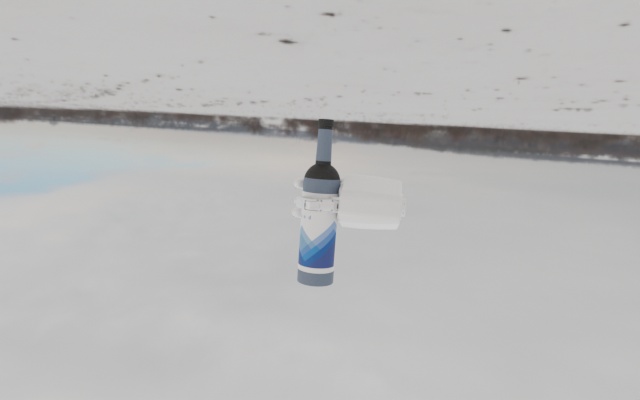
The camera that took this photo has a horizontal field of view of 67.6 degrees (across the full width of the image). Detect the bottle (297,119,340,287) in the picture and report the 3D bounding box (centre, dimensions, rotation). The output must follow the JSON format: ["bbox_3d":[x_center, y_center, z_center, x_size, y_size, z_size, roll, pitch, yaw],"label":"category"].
[{"bbox_3d":[0.000,0.003,0.858,0.069,0.296,0.069,4,7,0],"label":"bottle"}]
